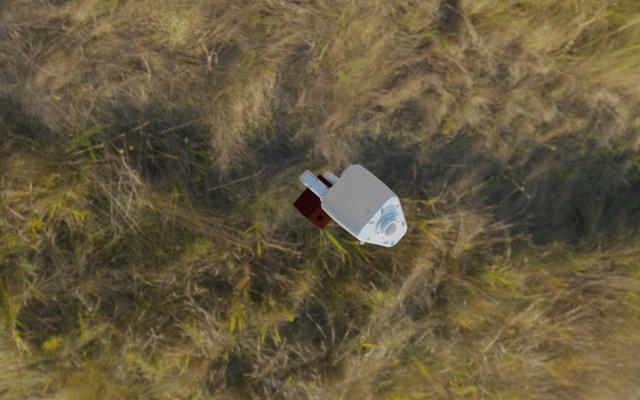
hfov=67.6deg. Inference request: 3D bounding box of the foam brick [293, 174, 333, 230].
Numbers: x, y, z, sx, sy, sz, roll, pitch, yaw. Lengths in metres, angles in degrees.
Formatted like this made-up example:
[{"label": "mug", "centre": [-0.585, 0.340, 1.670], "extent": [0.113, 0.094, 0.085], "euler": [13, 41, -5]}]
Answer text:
[{"label": "foam brick", "centre": [0.000, 0.003, 0.868], "extent": [0.051, 0.078, 0.053], "euler": [43, 3, 42]}]
